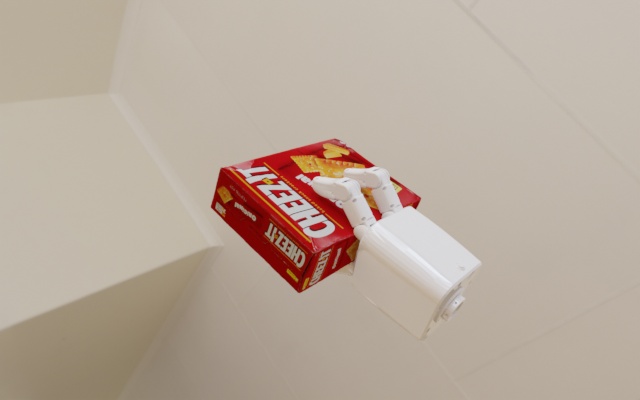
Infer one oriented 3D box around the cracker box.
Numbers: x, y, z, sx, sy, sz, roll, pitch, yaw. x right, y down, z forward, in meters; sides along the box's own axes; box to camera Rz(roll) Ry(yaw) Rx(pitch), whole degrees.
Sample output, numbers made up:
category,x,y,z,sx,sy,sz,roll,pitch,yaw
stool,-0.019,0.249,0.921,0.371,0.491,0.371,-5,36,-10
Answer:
category,x,y,z,sx,sy,sz,roll,pitch,yaw
cracker box,0.000,0.002,0.604,0.164,0.072,0.213,39,38,26
